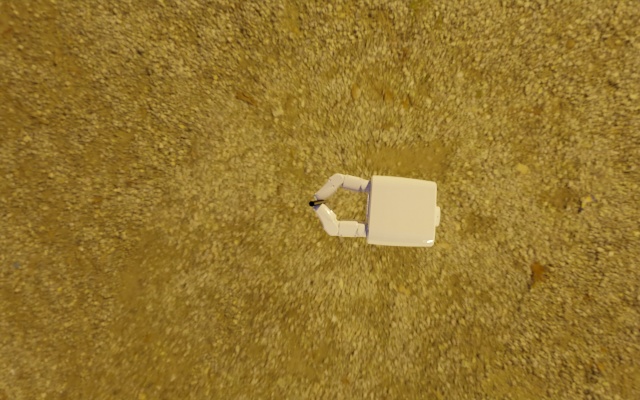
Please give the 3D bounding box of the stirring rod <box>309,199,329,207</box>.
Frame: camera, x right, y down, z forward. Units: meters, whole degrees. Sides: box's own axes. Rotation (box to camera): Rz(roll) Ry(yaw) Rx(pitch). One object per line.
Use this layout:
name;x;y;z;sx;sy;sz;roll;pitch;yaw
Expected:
stirring rod;0.000;0.002;0.765;0.011;0.011;0.239;0;1;6
